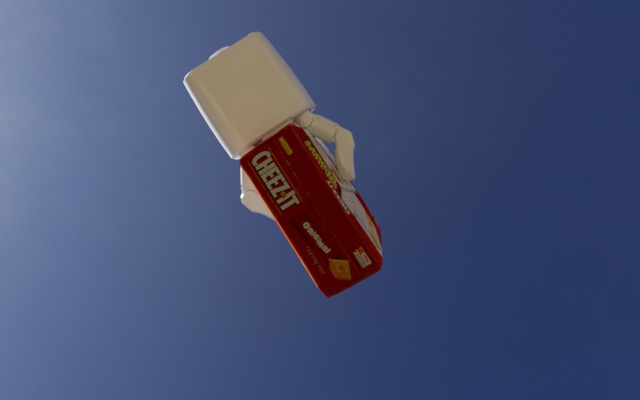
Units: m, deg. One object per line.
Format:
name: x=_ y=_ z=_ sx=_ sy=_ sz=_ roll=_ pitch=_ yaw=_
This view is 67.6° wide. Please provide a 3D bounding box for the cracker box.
cracker box: x=0.000 y=0.002 z=0.555 sx=0.072 sy=0.164 sz=0.213 roll=-33 pitch=1 yaw=9
